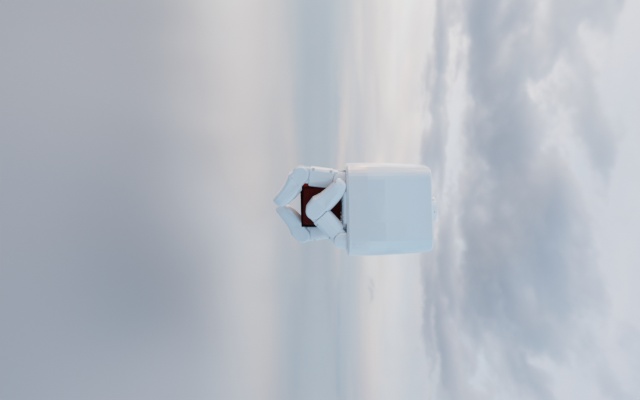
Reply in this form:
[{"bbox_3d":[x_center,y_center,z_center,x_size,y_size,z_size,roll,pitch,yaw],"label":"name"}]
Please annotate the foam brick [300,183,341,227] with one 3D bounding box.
[{"bbox_3d":[0.000,0.002,0.638,0.051,0.053,0.078,-1,12,-1],"label":"foam brick"}]
